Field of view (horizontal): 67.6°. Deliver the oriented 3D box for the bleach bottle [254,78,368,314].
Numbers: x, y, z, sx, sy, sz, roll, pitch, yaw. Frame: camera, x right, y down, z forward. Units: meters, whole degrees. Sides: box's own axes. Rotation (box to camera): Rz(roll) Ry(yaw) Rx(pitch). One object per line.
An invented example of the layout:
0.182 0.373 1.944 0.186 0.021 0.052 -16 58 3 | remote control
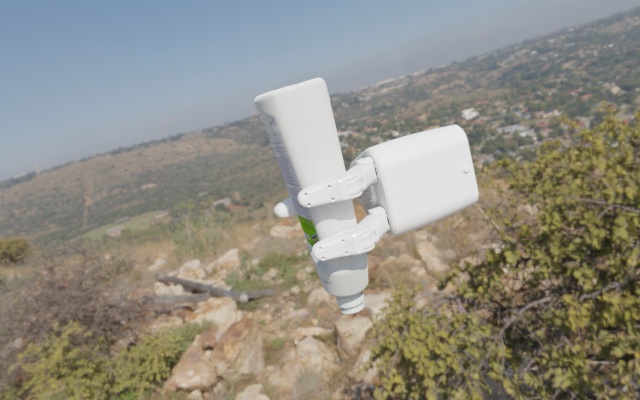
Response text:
0.000 0.002 0.516 0.068 0.251 0.102 -19 14 -13 | bleach bottle
